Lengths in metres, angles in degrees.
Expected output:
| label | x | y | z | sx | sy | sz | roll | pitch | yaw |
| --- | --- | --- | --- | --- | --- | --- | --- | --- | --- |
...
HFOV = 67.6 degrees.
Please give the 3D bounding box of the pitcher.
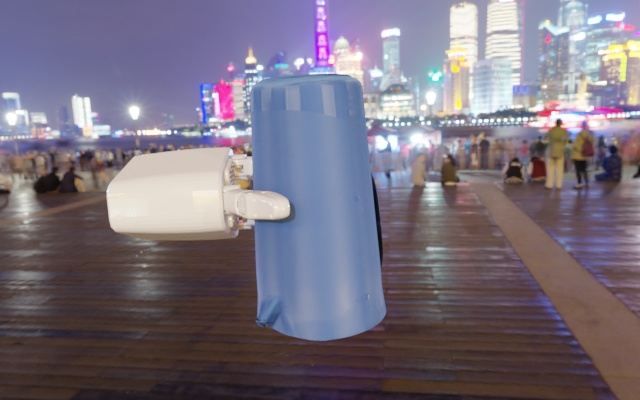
| label | x | y | z | sx | sy | sz | roll | pitch | yaw |
| --- | --- | --- | --- | --- | --- | --- | --- | --- | --- |
| pitcher | 0.000 | 0.002 | 0.484 | 0.145 | 0.243 | 0.149 | -4 | 9 | -3 |
